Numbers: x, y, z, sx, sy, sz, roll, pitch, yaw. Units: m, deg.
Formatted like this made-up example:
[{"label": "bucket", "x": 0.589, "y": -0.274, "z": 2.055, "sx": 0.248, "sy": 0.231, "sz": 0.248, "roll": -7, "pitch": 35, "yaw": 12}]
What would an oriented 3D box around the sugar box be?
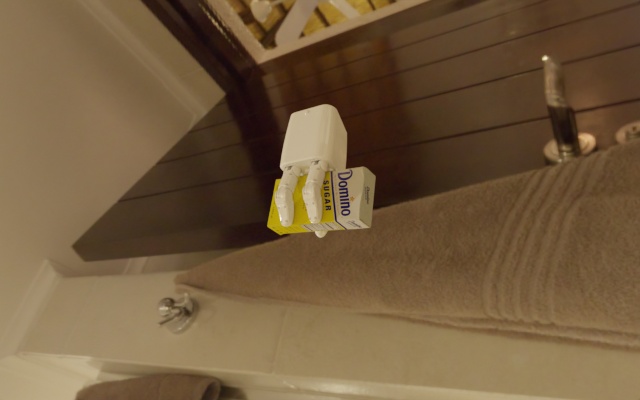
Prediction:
[{"label": "sugar box", "x": 0.000, "y": 0.002, "z": 0.786, "sx": 0.176, "sy": 0.093, "sz": 0.048, "roll": -9, "pitch": -28, "yaw": 33}]
